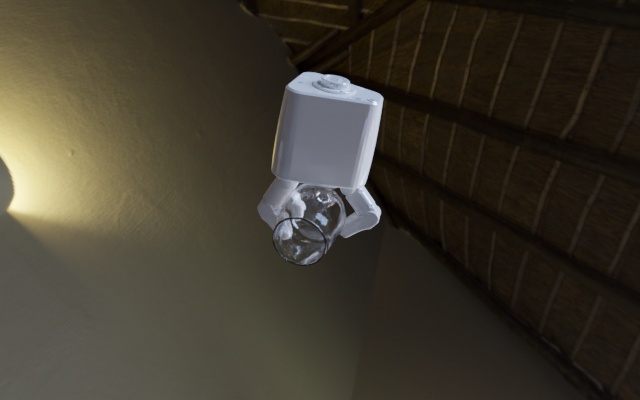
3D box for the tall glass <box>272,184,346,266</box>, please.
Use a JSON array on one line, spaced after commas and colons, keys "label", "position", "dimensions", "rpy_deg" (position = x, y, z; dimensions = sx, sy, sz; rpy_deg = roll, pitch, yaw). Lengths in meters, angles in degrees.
[{"label": "tall glass", "position": [0.000, 0.002, 0.605], "dimensions": [0.079, 0.079, 0.201], "rpy_deg": [0, 26, 15]}]
